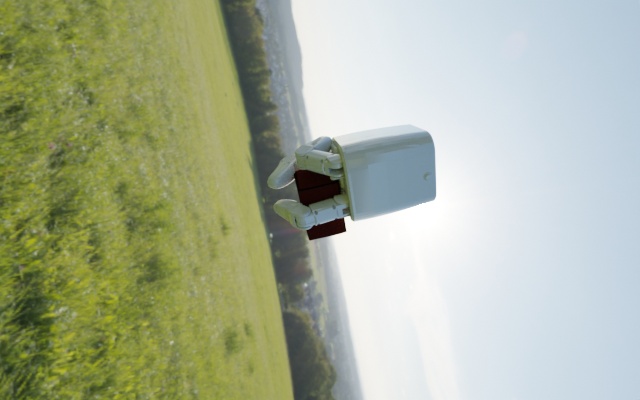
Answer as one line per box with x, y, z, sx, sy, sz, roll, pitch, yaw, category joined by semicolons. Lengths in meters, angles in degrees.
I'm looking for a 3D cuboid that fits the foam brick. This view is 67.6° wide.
0.000;0.002;0.604;0.051;0.078;0.053;-13;33;-3;foam brick
